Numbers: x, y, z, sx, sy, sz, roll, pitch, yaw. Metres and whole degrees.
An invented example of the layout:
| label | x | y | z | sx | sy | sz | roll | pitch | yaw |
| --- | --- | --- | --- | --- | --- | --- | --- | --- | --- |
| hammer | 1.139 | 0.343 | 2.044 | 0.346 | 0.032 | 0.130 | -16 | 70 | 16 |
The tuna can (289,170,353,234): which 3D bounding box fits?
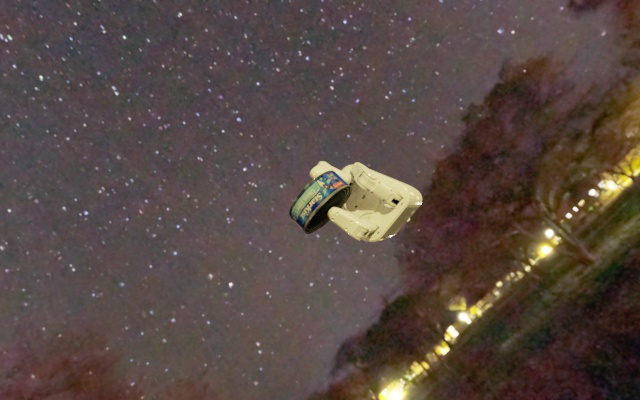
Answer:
| label | x | y | z | sx | sy | sz | roll | pitch | yaw |
| --- | --- | --- | --- | --- | --- | --- | --- | --- | --- |
| tuna can | 0.000 | 0.002 | 0.627 | 0.033 | 0.086 | 0.086 | 45 | 15 | 16 |
